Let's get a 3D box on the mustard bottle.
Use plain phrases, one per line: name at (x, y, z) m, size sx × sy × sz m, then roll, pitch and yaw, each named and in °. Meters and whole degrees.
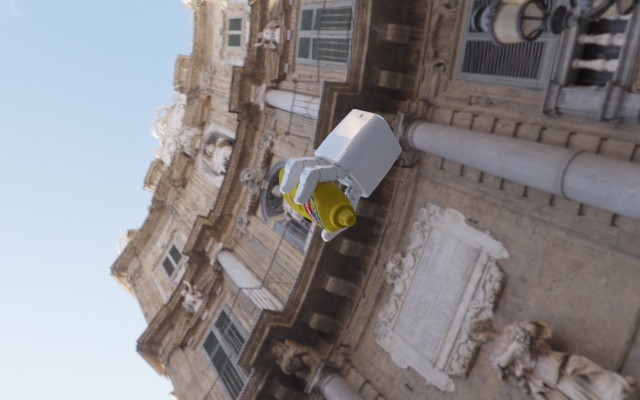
mustard bottle at (0.000, 0.003, 0.796) m, size 0.058 × 0.096 × 0.191 m, roll -30°, pitch 30°, yaw -19°
